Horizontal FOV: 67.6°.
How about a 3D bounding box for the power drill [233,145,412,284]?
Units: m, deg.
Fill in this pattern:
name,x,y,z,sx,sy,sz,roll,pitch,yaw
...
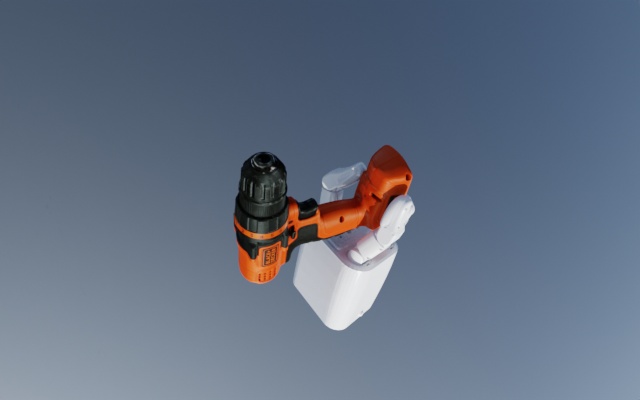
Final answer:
name,x,y,z,sx,sy,sz,roll,pitch,yaw
power drill,0.000,0.002,0.496,0.187,0.057,0.185,-17,-32,-22
